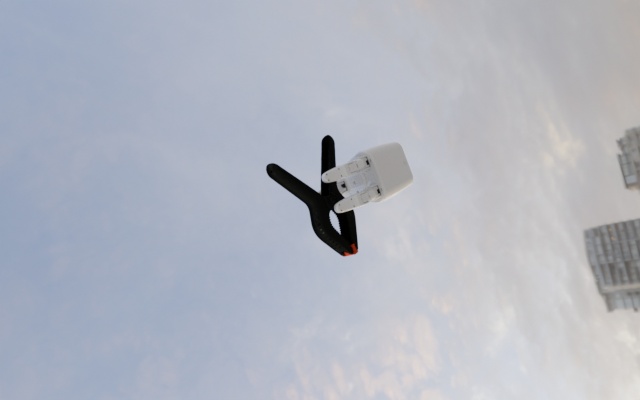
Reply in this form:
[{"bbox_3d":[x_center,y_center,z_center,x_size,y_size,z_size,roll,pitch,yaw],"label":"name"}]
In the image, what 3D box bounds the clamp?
[{"bbox_3d":[0.000,0.003,0.802,0.036,0.210,0.164,-19,3,46],"label":"clamp"}]
